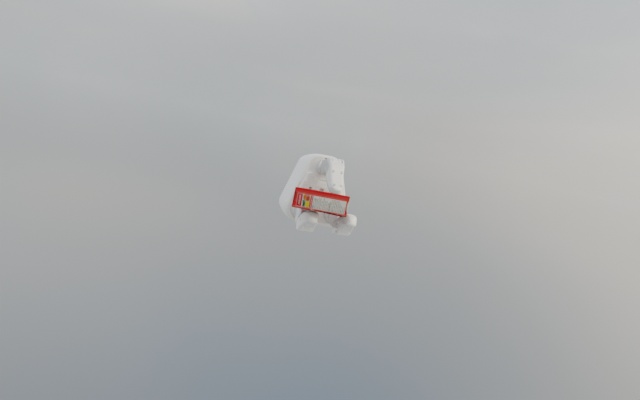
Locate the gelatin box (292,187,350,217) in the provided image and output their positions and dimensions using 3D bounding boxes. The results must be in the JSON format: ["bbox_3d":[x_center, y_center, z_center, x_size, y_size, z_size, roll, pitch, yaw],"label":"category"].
[{"bbox_3d":[0.000,0.002,0.659,0.073,0.030,0.089,11,0,-1],"label":"gelatin box"}]
